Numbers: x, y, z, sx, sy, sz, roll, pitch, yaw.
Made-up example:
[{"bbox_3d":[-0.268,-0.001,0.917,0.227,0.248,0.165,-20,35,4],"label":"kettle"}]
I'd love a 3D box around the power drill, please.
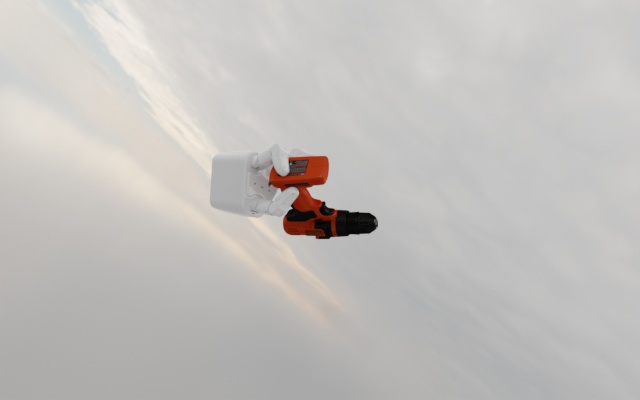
[{"bbox_3d":[0.000,0.002,0.854,0.184,0.057,0.188,-3,-40,17],"label":"power drill"}]
